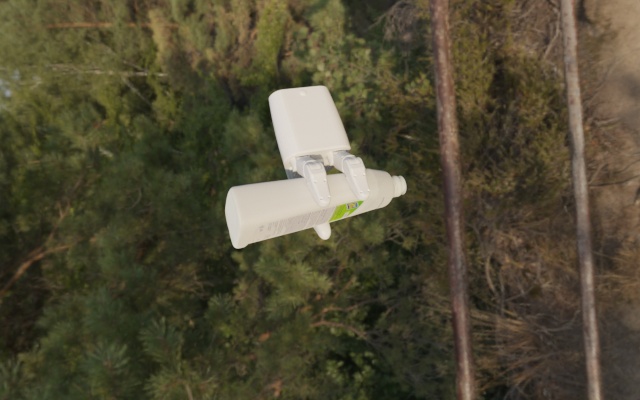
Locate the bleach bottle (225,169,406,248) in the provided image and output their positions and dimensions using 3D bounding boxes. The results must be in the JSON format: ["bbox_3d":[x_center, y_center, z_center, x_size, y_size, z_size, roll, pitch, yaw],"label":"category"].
[{"bbox_3d":[0.000,0.002,0.664,0.251,0.068,0.103,-10,-19,-20],"label":"bleach bottle"}]
